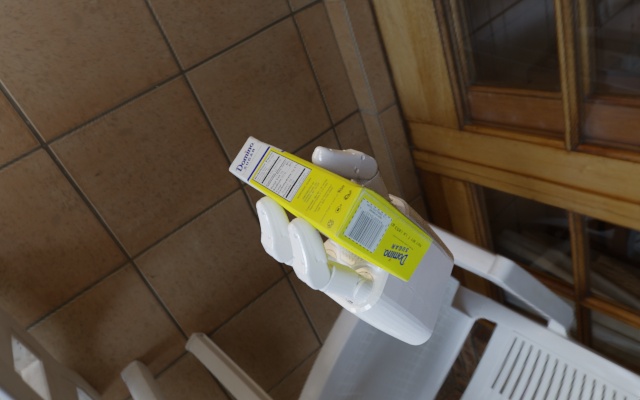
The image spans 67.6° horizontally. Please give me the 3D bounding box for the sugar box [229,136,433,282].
[{"bbox_3d":[0.000,0.002,0.408,0.093,0.048,0.176,35,-7,-38],"label":"sugar box"}]
